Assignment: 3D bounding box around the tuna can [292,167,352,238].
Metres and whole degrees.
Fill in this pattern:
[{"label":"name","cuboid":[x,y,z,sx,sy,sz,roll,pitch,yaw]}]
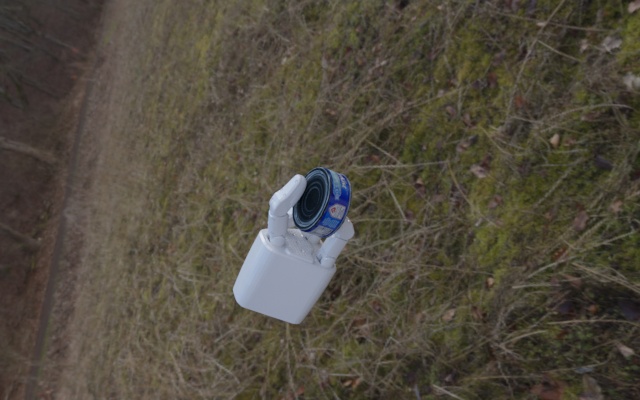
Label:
[{"label":"tuna can","cuboid":[0.000,0.002,0.601,0.034,0.086,0.086,20,-10,-31]}]
